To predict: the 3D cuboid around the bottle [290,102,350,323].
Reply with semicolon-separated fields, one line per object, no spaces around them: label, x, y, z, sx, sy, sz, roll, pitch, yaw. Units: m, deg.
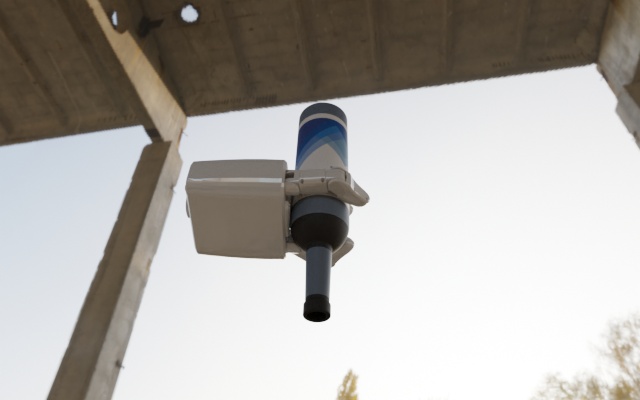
bottle;0.000;0.002;0.557;0.069;0.295;0.069;1;-42;1
